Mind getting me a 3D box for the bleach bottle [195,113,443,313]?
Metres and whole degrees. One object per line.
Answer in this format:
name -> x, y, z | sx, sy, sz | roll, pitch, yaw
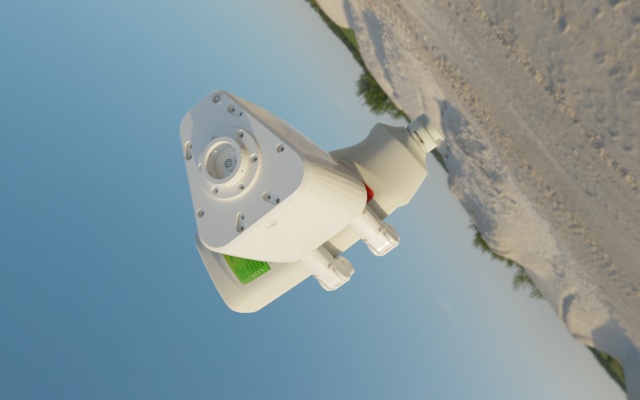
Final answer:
bleach bottle -> 0.000, 0.002, 0.458 | 0.251, 0.102, 0.068 | -38, -22, 14
